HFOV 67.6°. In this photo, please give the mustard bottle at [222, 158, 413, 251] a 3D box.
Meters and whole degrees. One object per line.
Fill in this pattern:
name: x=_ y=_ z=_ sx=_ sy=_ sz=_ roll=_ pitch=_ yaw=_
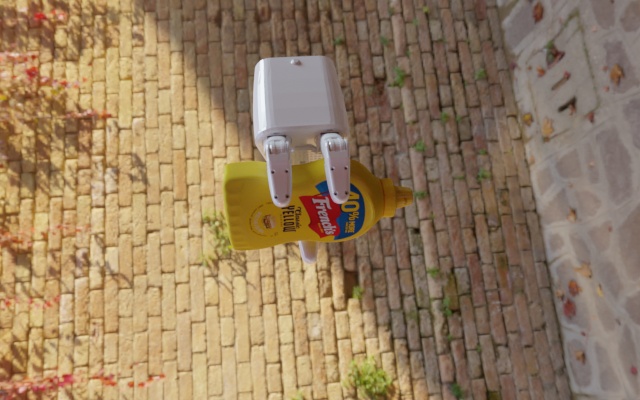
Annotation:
mustard bottle: x=0.000 y=0.002 z=0.494 sx=0.191 sy=0.096 sz=0.058 roll=-4 pitch=36 yaw=-5
